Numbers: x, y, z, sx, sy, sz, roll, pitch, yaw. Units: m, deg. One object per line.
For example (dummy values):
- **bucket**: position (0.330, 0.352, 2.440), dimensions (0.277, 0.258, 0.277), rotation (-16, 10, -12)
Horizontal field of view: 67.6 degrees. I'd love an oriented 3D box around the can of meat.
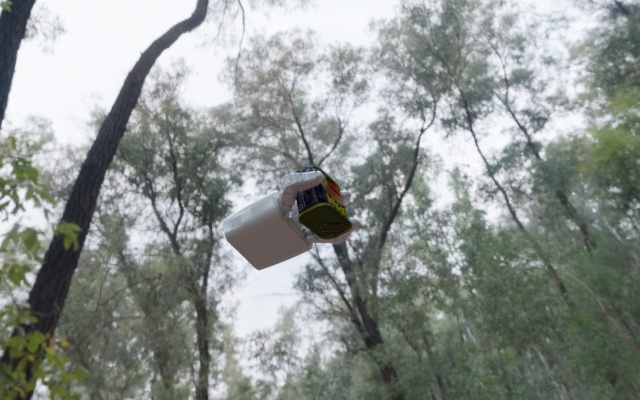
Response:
- **can of meat**: position (0.000, 0.002, 0.761), dimensions (0.057, 0.084, 0.102), rotation (-27, -36, 17)
